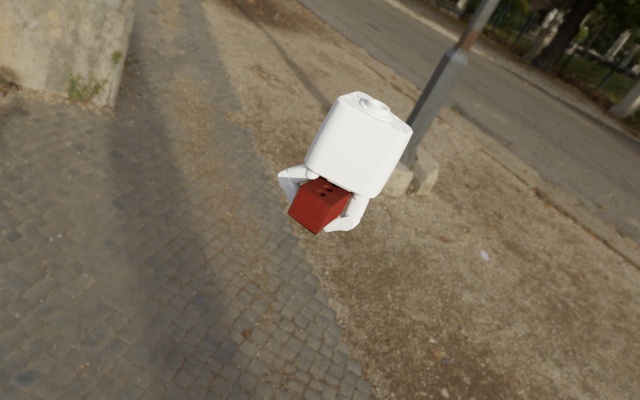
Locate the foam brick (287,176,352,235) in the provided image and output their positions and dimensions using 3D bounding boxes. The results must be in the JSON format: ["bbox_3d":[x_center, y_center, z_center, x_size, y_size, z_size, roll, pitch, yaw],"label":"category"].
[{"bbox_3d":[0.000,0.002,0.671,0.053,0.051,0.078,35,30,12],"label":"foam brick"}]
